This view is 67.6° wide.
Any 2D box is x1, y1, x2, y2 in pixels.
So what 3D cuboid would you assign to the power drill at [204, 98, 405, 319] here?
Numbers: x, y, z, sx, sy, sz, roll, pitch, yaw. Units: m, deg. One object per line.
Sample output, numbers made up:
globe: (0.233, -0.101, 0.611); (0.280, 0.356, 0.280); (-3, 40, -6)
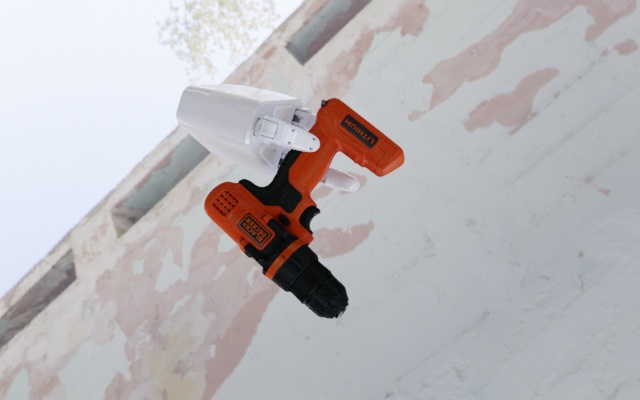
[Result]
power drill: (0.000, 0.001, 0.496); (0.184, 0.187, 0.057); (41, -9, 9)
